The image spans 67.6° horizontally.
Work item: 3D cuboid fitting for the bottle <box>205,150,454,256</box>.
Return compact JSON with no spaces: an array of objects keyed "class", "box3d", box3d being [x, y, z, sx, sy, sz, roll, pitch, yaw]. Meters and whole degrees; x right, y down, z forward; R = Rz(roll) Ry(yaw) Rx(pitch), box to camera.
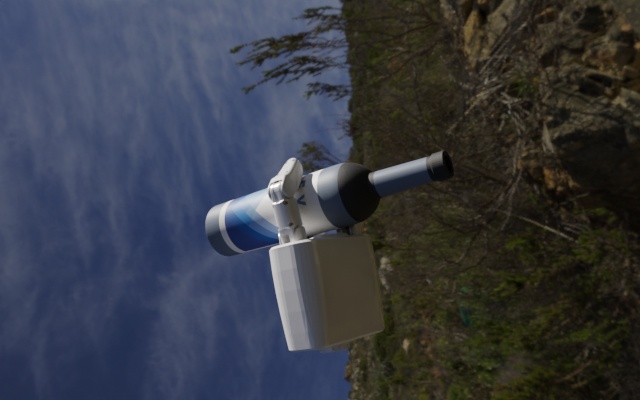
[{"class":"bottle","box3d":[0.000,0.002,0.525,0.296,0.069,0.069,-17,-9,31]}]
